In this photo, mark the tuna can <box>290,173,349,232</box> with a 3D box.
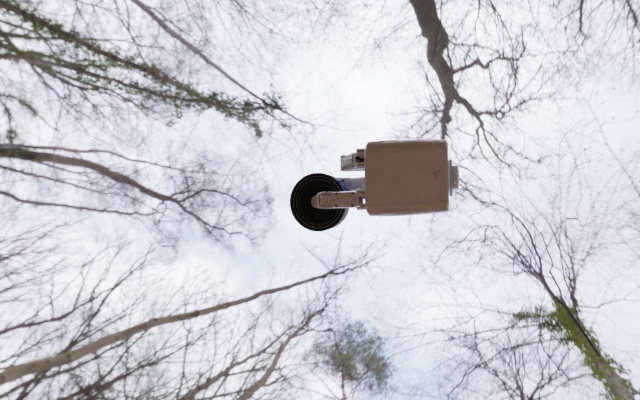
[{"bbox_3d":[0.000,0.002,0.708,0.086,0.086,0.034,0,1,17],"label":"tuna can"}]
